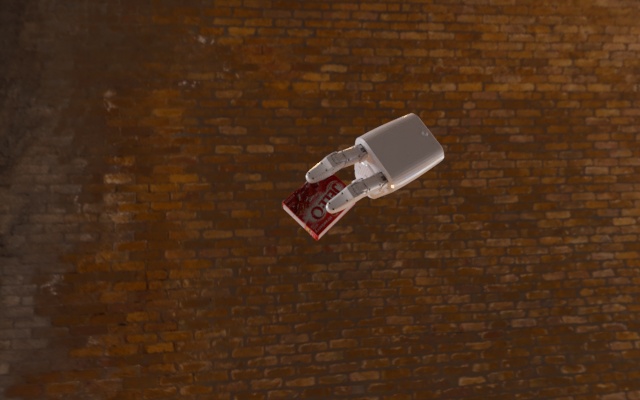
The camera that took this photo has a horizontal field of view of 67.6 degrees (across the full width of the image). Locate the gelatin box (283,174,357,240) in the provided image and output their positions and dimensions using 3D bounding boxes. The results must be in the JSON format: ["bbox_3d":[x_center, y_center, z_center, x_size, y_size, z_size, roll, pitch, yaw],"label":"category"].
[{"bbox_3d":[0.000,0.003,0.707,0.089,0.073,0.030,-43,-12,-15],"label":"gelatin box"}]
